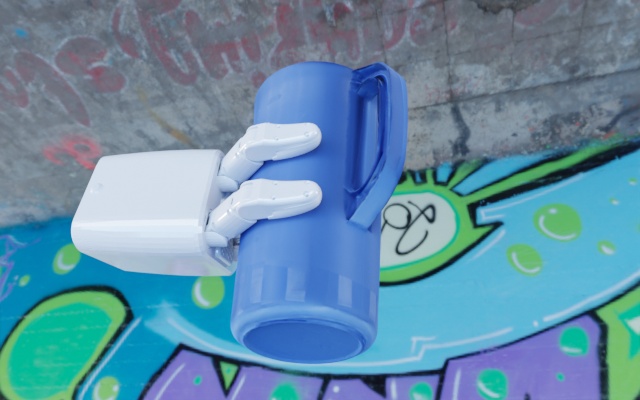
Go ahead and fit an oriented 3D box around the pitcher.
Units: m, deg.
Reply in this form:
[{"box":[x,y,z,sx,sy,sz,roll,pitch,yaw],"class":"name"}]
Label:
[{"box":[0.000,0.001,0.407,0.145,0.242,0.149,0,-36,5],"class":"pitcher"}]
